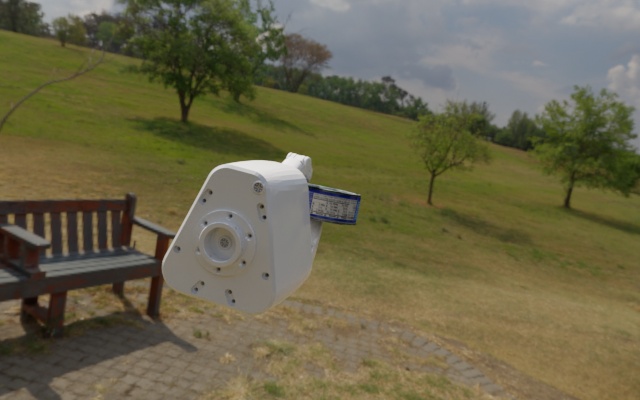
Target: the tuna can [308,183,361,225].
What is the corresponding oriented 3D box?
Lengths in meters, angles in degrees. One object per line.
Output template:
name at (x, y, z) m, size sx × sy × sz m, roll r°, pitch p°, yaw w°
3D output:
tuna can at (0.000, 0.001, 0.521) m, size 0.086 × 0.034 × 0.086 m, roll 11°, pitch 3°, yaw -1°
